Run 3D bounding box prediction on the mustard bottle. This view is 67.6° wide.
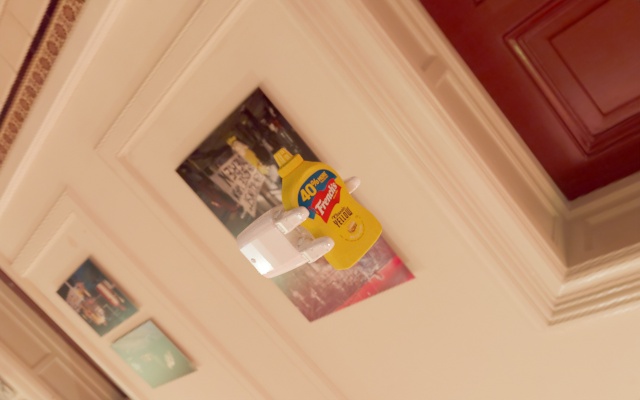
[{"bbox_3d":[0.000,0.002,0.696,0.096,0.191,0.058,-44,10,-24],"label":"mustard bottle"}]
